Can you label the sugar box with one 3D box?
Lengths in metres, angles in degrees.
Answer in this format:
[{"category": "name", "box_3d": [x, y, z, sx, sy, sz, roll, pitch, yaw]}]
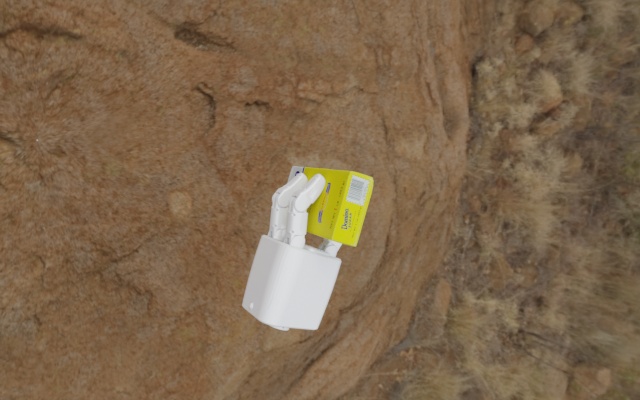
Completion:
[{"category": "sugar box", "box_3d": [0.000, 0.002, 0.676, 0.048, 0.093, 0.176, 18, -4, -31]}]
